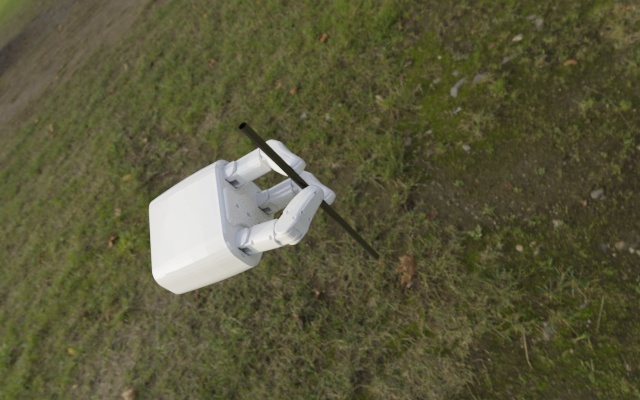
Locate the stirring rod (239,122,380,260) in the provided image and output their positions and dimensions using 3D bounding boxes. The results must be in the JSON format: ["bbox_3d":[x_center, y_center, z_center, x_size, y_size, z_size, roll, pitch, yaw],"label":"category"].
[{"bbox_3d":[0.000,0.002,0.476,0.011,0.011,0.240,0,-32,40],"label":"stirring rod"}]
